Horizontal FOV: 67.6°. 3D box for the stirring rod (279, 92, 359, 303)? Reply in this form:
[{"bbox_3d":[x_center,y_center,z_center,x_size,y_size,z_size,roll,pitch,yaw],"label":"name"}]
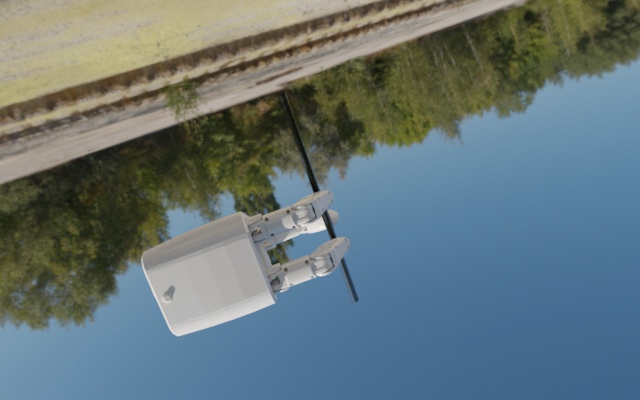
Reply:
[{"bbox_3d":[0.000,0.002,0.513,0.011,0.239,0.011,-19,12,4],"label":"stirring rod"}]
